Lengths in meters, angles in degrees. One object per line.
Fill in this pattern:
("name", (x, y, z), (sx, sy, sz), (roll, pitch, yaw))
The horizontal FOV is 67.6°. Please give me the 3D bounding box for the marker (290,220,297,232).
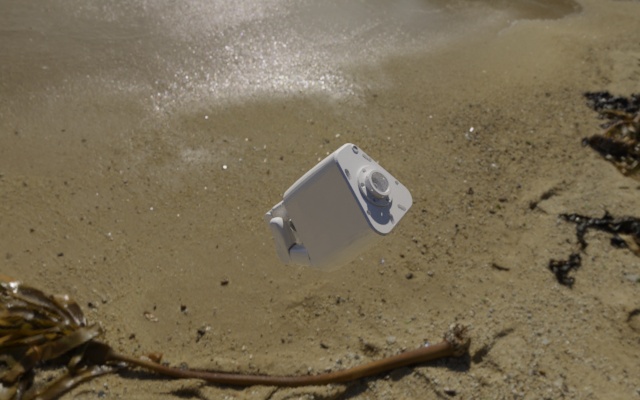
("marker", (0.000, 0.002, 0.630), (0.020, 0.020, 0.121), (0, 29, 36))
